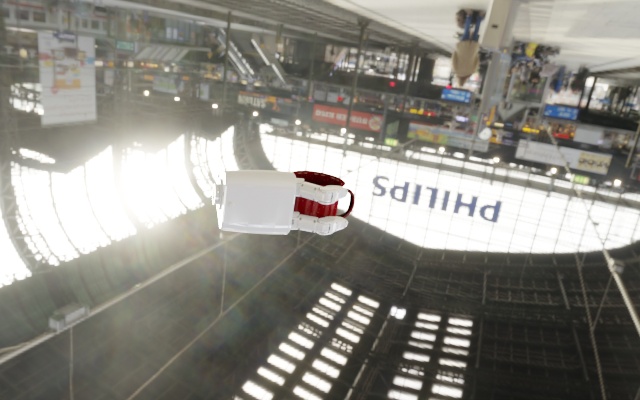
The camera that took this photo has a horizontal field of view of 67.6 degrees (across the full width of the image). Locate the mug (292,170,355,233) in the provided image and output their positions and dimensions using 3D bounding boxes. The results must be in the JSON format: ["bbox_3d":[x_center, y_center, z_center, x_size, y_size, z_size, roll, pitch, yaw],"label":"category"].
[{"bbox_3d":[0.001,0.003,0.791,0.117,0.081,0.093,4,17,-18],"label":"mug"}]
